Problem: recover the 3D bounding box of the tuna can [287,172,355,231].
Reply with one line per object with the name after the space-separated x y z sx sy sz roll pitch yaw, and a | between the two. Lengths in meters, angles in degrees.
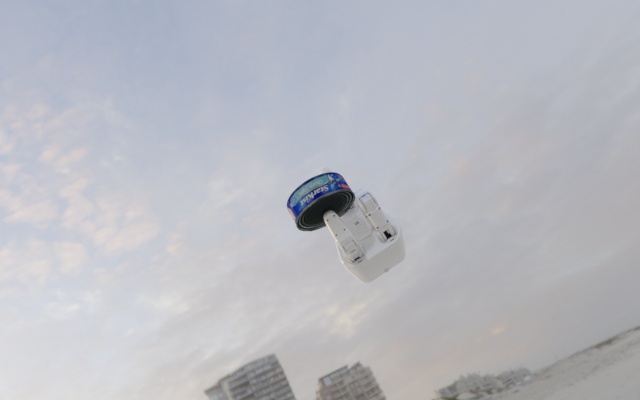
0.000 0.002 0.620 0.086 0.033 0.086 -25 -26 -13 | tuna can
